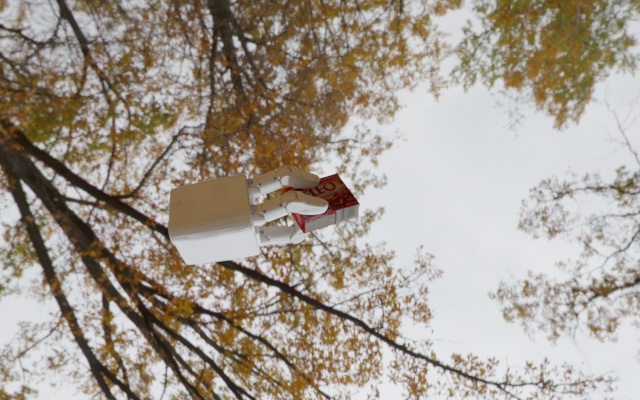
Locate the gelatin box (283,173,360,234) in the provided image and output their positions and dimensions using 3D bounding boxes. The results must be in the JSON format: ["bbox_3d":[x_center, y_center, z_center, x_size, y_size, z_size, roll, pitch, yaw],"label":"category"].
[{"bbox_3d":[0.000,0.002,0.677,0.089,0.030,0.073,-16,45,-19],"label":"gelatin box"}]
